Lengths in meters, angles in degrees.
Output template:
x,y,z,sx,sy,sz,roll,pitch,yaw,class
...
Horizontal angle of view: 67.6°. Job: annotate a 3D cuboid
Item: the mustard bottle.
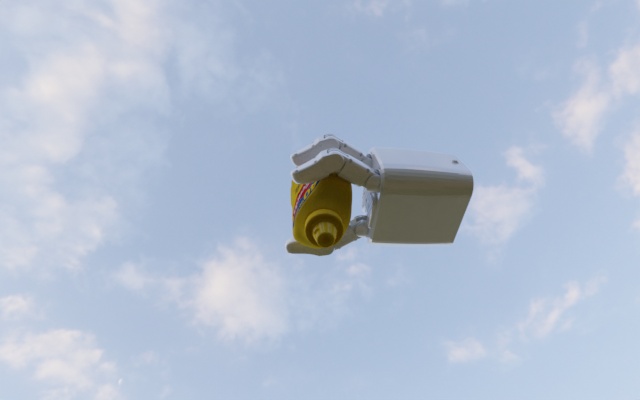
x,y,z,sx,sy,sz,roll,pitch,yaw,class
0.000,0.002,0.562,0.058,0.096,0.191,26,20,-15,mustard bottle
